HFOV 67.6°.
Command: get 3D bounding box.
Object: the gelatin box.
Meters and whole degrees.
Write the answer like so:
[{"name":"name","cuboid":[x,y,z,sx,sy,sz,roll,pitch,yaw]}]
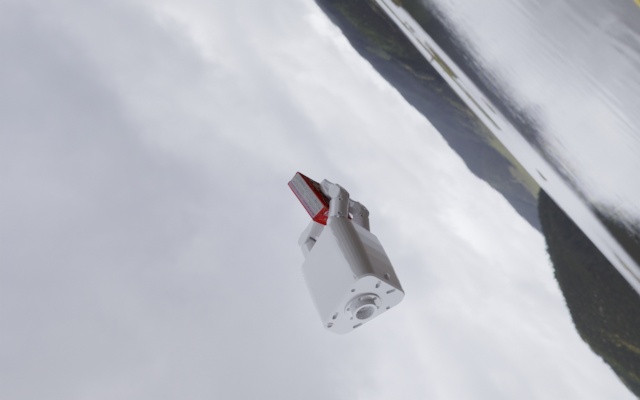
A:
[{"name":"gelatin box","cuboid":[0.000,0.002,0.716,0.073,0.030,0.089,26,20,-49]}]
